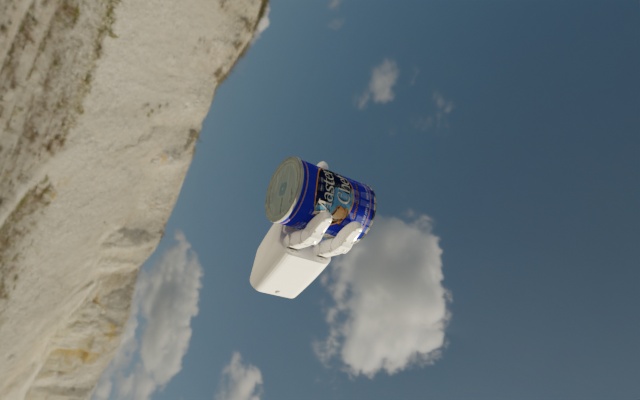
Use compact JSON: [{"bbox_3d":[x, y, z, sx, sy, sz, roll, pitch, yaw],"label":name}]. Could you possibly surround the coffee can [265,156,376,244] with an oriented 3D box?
[{"bbox_3d":[0.000,0.002,0.738,0.140,0.103,0.103,19,-10,-29],"label":"coffee can"}]
